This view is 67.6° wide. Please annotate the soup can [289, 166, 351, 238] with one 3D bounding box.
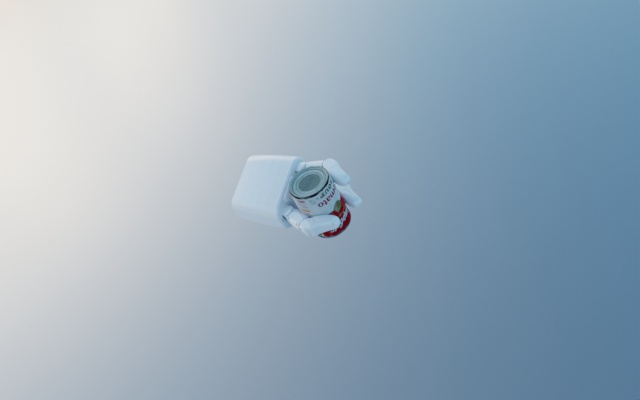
[{"bbox_3d":[0.000,0.002,0.751,0.068,0.068,0.102,0,-39,28],"label":"soup can"}]
